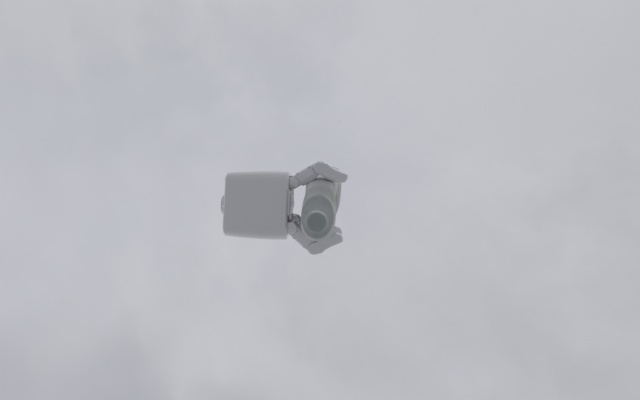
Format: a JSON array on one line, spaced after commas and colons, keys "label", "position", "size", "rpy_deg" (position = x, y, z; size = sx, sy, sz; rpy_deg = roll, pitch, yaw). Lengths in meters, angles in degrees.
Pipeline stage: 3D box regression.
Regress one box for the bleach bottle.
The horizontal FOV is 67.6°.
[{"label": "bleach bottle", "position": [0.000, 0.003, 0.798], "size": [0.068, 0.102, 0.251], "rpy_deg": [3, 9, 2]}]
